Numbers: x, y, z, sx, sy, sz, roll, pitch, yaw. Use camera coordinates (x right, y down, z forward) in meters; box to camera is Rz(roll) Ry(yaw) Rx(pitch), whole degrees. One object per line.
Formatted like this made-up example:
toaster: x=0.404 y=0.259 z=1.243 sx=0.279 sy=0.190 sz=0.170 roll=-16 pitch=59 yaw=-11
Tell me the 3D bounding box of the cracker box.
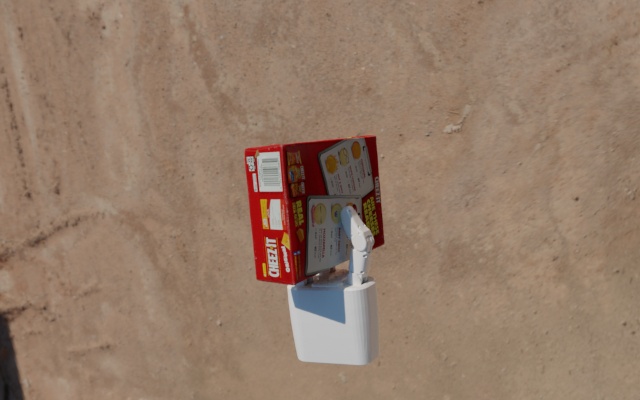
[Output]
cracker box: x=0.000 y=0.002 z=0.635 sx=0.072 sy=0.164 sz=0.213 roll=0 pitch=9 yaw=36
